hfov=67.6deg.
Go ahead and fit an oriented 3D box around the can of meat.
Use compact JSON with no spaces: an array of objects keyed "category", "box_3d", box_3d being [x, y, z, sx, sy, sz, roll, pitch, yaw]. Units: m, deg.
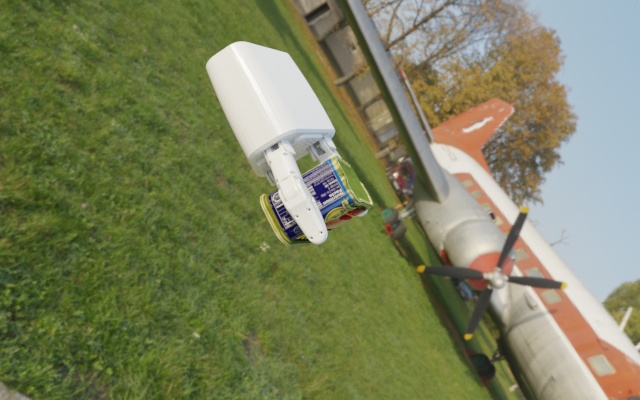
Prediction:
[{"category":"can of meat","box_3d":[0.000,0.001,0.484,0.084,0.057,0.102,-30,-12,11]}]
